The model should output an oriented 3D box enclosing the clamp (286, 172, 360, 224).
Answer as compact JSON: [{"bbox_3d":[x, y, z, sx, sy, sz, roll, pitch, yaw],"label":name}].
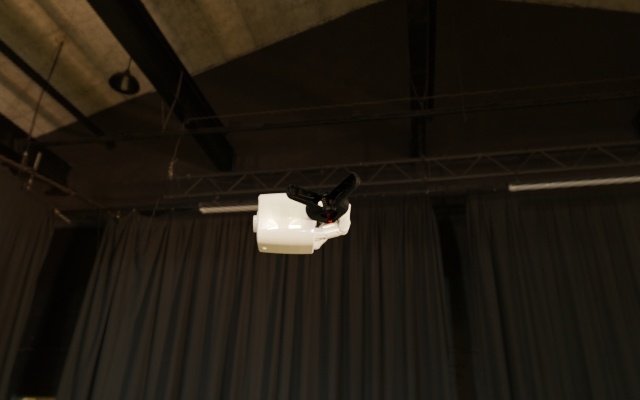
[{"bbox_3d":[0.000,0.002,0.830,0.120,0.039,0.171,-2,-25,-5],"label":"clamp"}]
